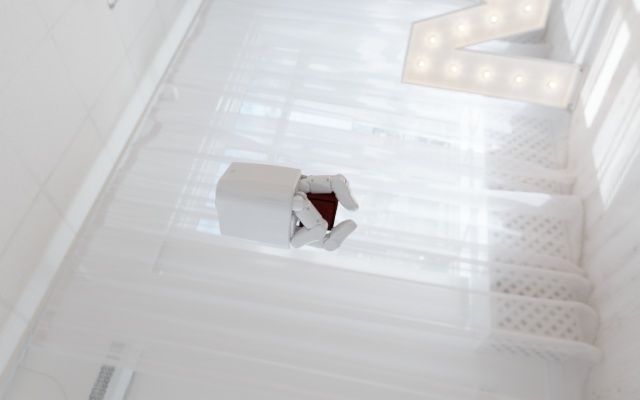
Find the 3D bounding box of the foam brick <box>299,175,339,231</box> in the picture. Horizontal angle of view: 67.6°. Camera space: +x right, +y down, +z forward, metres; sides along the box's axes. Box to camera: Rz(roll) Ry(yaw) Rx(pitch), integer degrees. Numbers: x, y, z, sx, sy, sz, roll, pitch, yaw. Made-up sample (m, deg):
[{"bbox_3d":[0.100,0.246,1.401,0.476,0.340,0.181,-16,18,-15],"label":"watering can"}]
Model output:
[{"bbox_3d":[0.000,0.002,0.721,0.051,0.053,0.078,8,28,4],"label":"foam brick"}]
